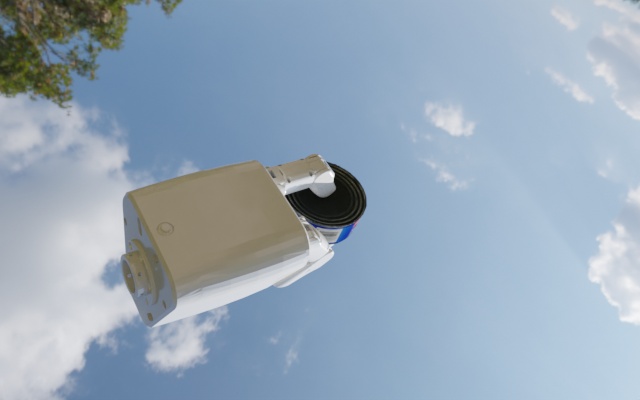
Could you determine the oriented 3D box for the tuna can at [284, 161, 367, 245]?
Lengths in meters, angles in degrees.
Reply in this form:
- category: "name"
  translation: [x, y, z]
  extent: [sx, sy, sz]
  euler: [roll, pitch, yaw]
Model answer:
- category: "tuna can"
  translation: [0.000, 0.002, 0.473]
  extent: [0.086, 0.086, 0.034]
  euler: [0, -40, -22]
